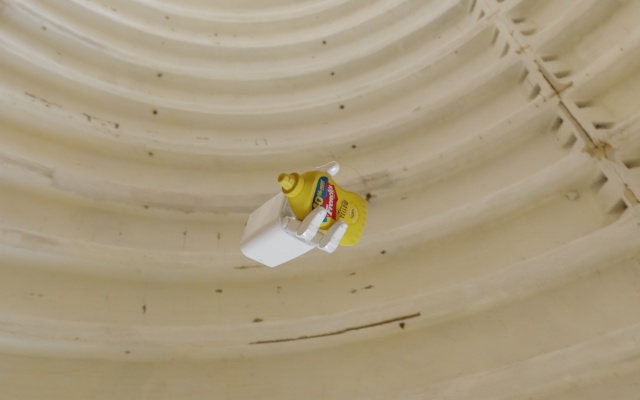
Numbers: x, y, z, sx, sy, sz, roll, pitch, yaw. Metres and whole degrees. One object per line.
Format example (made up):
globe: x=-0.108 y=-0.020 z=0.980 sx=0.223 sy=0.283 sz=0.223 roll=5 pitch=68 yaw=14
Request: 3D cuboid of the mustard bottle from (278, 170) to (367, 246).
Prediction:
mustard bottle: x=0.001 y=0.003 z=0.823 sx=0.058 sy=0.096 sz=0.192 roll=-5 pitch=-28 yaw=45
